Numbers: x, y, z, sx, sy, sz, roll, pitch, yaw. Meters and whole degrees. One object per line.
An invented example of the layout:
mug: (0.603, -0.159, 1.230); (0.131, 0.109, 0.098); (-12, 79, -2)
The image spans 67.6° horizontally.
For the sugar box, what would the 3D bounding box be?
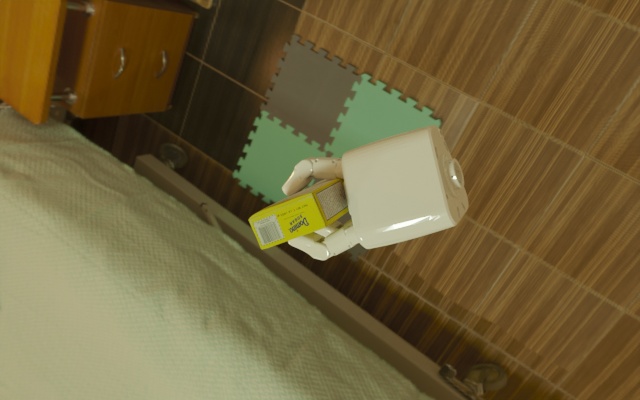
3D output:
sugar box: (0.000, 0.002, 0.585); (0.093, 0.048, 0.176); (-20, 3, 30)
